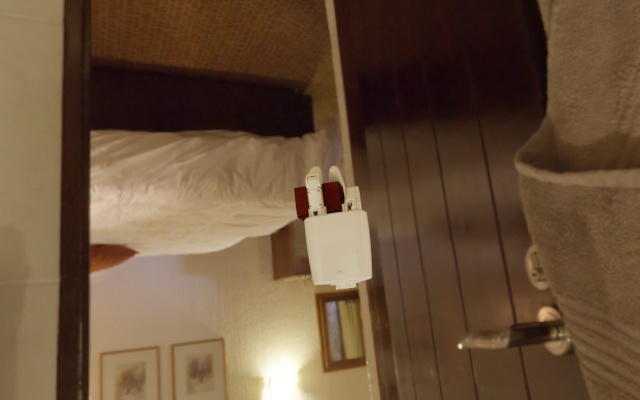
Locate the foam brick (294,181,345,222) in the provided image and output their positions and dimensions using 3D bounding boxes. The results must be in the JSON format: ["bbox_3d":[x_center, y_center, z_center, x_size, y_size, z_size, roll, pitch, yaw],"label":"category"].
[{"bbox_3d":[0.000,0.003,0.795,0.078,0.051,0.053,-8,-11,10],"label":"foam brick"}]
